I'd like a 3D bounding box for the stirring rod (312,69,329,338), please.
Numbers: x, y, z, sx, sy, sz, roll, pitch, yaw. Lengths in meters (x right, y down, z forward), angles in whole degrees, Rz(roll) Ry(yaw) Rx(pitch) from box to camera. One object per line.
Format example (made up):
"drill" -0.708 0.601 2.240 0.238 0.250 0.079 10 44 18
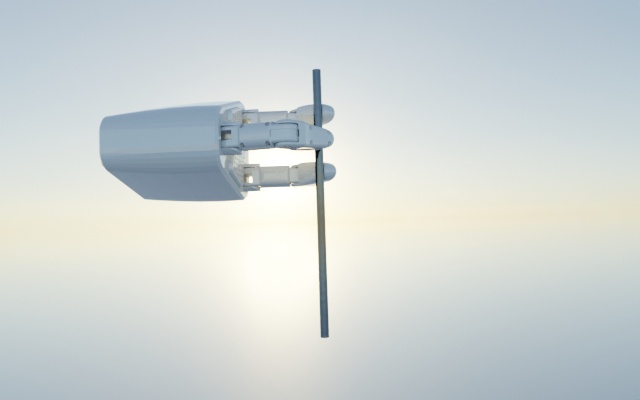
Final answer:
"stirring rod" 0.000 0.002 0.430 0.011 0.239 0.011 -2 -2 0
